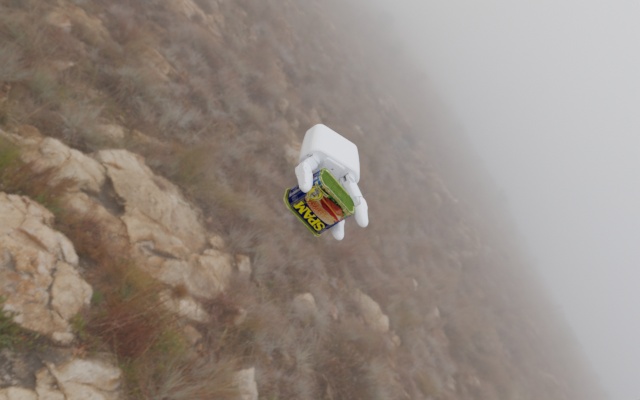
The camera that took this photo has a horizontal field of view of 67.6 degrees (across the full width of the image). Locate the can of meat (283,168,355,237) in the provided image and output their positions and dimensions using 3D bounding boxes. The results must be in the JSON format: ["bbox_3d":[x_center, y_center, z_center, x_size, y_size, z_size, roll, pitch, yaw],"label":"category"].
[{"bbox_3d":[0.000,0.003,0.846,0.084,0.102,0.057,-32,25,24],"label":"can of meat"}]
